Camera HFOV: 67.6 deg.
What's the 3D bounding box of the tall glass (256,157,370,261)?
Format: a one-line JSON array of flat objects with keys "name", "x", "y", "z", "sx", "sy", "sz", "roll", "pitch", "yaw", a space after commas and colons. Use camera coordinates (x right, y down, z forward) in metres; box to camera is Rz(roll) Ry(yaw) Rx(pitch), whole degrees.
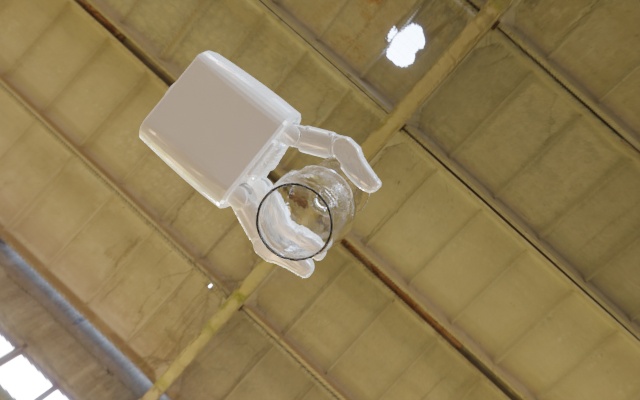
[{"name": "tall glass", "x": 0.000, "y": 0.001, "z": 0.462, "sx": 0.079, "sy": 0.079, "sz": 0.201, "roll": 0, "pitch": 9, "yaw": 12}]
